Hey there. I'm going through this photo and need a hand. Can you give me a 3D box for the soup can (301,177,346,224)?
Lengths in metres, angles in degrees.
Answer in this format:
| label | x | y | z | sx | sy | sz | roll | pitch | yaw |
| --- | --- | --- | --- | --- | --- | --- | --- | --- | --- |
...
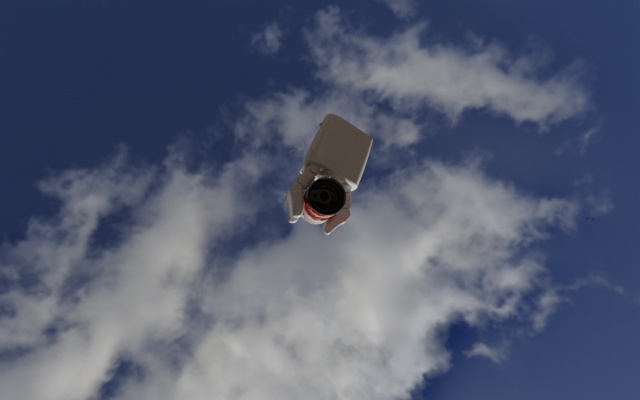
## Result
| label | x | y | z | sx | sy | sz | roll | pitch | yaw |
| --- | --- | --- | --- | --- | --- | --- | --- | --- | --- |
| soup can | 0.000 | 0.003 | 0.866 | 0.068 | 0.068 | 0.102 | 0 | -12 | -13 |
